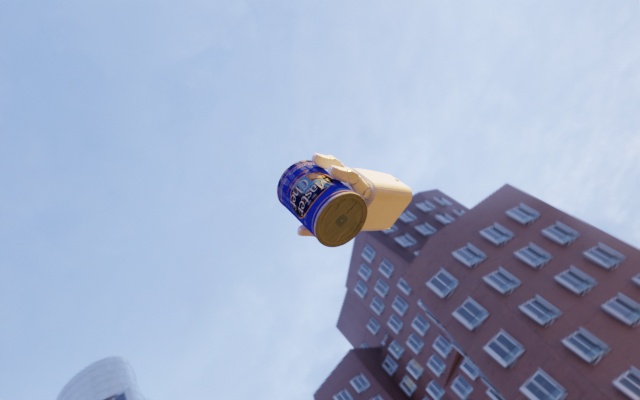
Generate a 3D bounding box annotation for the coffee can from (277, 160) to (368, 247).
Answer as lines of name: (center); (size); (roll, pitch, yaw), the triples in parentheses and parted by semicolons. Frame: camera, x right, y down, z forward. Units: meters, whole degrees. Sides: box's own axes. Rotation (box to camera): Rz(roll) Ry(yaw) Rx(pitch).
coffee can: (0.000, 0.003, 0.836); (0.103, 0.103, 0.140); (0, 27, -36)
